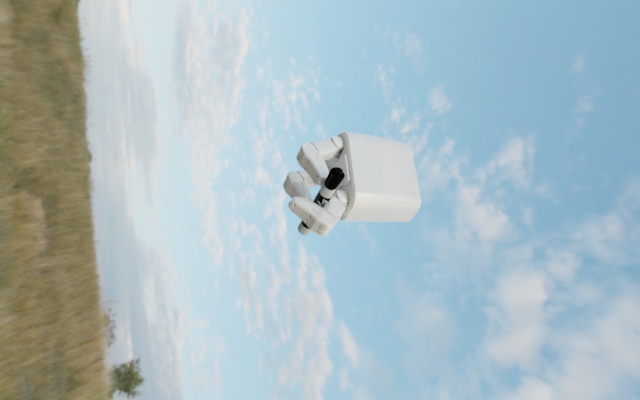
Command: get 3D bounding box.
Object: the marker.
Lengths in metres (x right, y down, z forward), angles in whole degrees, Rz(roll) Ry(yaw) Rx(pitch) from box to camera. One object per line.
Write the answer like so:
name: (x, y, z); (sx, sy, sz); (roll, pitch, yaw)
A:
marker: (0.000, 0.002, 0.593); (0.020, 0.020, 0.121); (0, -38, -27)
